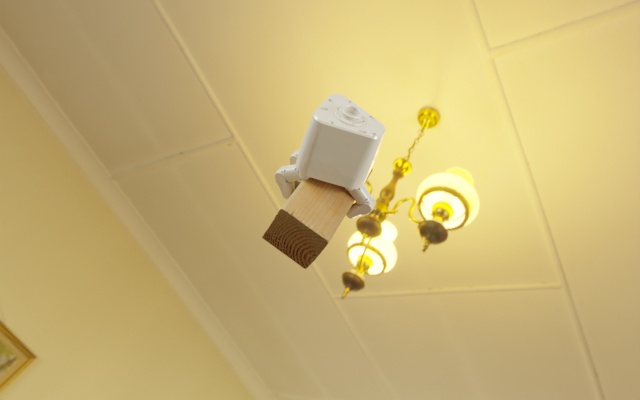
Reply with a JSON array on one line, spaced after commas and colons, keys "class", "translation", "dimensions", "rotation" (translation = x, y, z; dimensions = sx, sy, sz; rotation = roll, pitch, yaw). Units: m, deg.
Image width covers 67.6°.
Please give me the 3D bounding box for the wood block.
[{"class": "wood block", "translation": [0.001, 0.003, 0.810], "dimensions": [0.090, 0.091, 0.206], "rotation": [-53, 1, 45]}]
